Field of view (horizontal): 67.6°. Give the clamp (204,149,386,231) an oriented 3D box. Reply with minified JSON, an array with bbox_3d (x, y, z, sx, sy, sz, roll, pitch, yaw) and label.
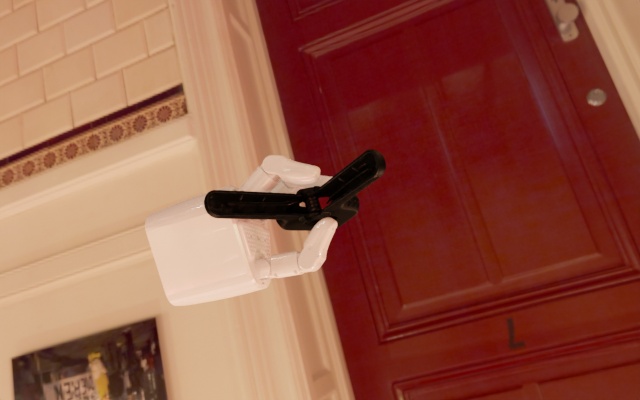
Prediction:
[{"bbox_3d":[0.000,0.003,0.499,0.164,0.036,0.210,-15,-15,14],"label":"clamp"}]
